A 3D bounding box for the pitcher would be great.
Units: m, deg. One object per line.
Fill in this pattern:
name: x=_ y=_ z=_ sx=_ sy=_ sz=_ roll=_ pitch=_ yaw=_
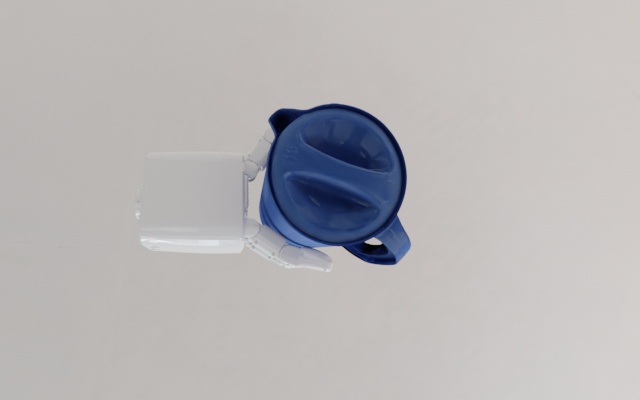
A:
pitcher: x=0.000 y=0.002 z=0.544 sx=0.145 sy=0.149 sz=0.243 roll=1 pitch=-10 yaw=-12
